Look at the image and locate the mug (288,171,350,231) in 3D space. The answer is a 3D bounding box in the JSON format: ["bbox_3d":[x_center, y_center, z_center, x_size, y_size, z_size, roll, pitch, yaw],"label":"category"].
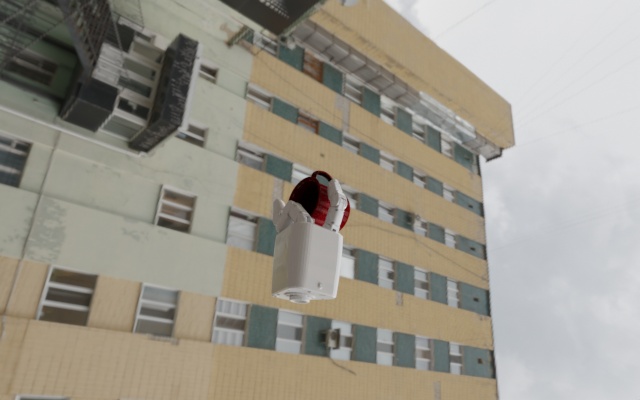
[{"bbox_3d":[0.000,0.002,0.867,0.081,0.117,0.093,23,-28,-36],"label":"mug"}]
